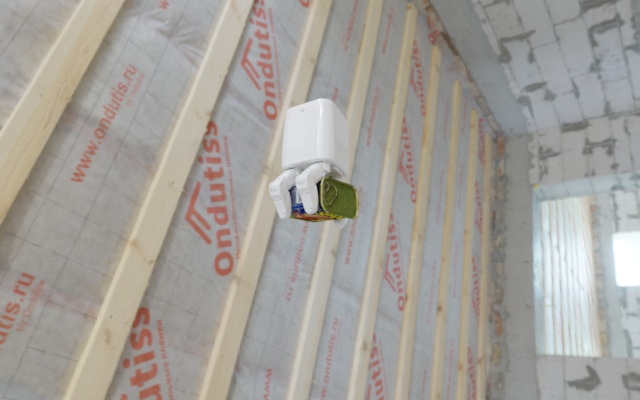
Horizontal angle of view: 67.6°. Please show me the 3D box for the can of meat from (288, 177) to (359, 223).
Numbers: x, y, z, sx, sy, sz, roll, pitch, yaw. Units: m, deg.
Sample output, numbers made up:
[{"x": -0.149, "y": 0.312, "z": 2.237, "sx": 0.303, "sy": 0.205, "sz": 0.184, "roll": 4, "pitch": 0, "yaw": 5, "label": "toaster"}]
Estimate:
[{"x": 0.000, "y": 0.003, "z": 0.775, "sx": 0.084, "sy": 0.057, "sz": 0.102, "roll": -9, "pitch": -15, "yaw": 36, "label": "can of meat"}]
